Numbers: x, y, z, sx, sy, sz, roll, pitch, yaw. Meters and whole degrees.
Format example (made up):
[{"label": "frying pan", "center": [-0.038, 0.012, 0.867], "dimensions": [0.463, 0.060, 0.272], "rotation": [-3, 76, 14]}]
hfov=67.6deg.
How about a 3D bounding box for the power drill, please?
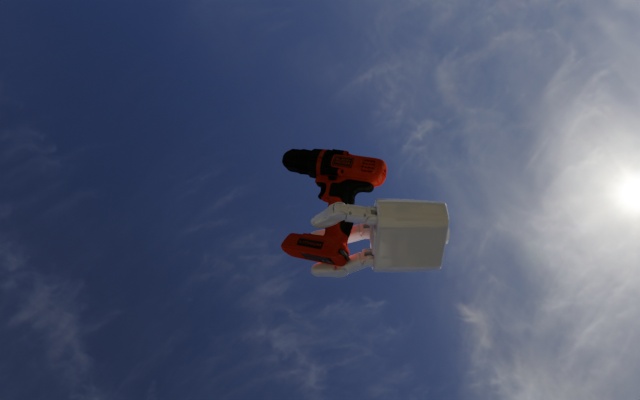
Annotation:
[{"label": "power drill", "center": [0.000, 0.003, 0.775], "dimensions": [0.184, 0.187, 0.057], "rotation": [9, -19, 24]}]
